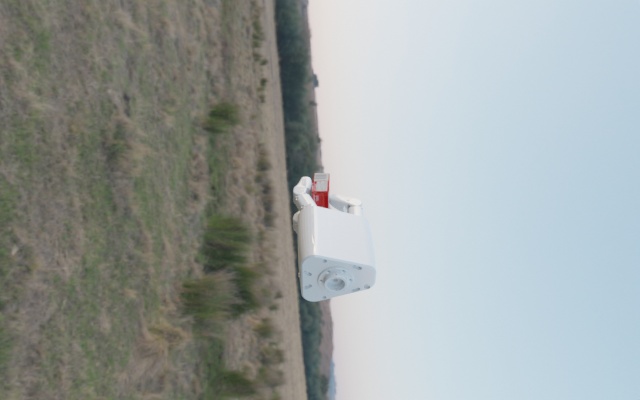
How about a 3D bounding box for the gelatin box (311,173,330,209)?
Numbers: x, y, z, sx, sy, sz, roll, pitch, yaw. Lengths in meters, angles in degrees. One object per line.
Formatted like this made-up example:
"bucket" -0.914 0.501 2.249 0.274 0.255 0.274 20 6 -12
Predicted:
"gelatin box" 0.001 0.002 0.802 0.030 0.073 0.089 1 24 2
